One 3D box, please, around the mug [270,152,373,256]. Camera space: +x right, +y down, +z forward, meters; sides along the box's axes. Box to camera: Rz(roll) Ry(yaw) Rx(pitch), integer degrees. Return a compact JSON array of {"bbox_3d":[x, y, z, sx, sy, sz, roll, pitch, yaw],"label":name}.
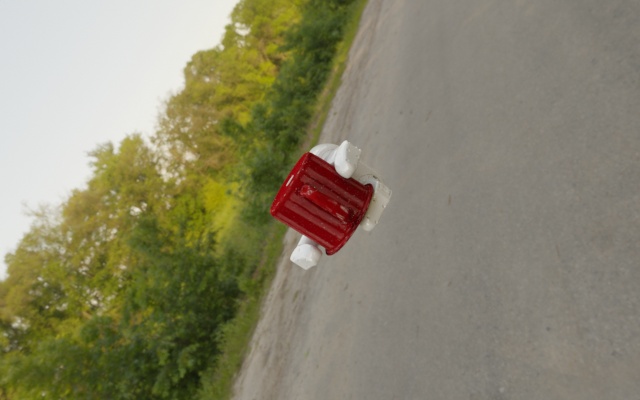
[{"bbox_3d":[0.000,0.002,0.510,0.081,0.093,0.117,32,1,-10],"label":"mug"}]
